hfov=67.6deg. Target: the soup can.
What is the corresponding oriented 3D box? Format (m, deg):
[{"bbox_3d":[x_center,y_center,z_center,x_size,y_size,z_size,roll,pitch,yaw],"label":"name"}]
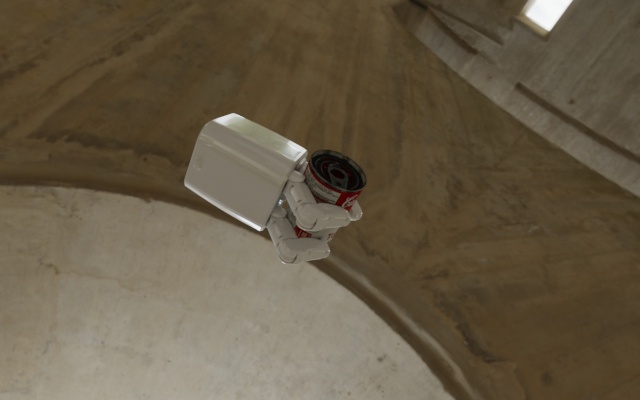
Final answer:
[{"bbox_3d":[0.000,0.002,0.550,0.068,0.102,0.068,19,37,-15],"label":"soup can"}]
